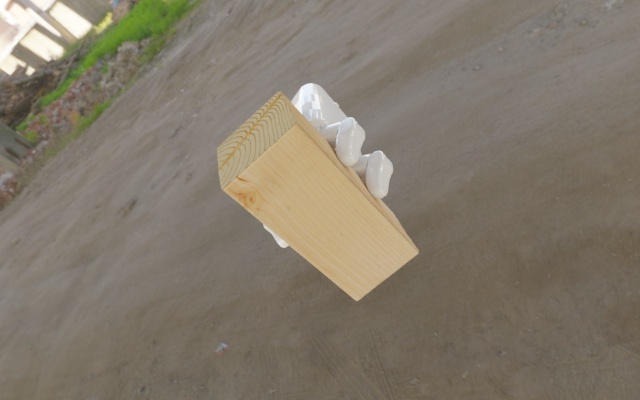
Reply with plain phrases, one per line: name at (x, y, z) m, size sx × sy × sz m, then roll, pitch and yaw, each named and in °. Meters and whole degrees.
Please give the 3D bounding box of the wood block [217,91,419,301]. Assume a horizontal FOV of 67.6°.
wood block at (0.000, 0.002, 0.496) m, size 0.206 × 0.091 × 0.090 m, roll 44°, pitch 12°, yaw -32°
